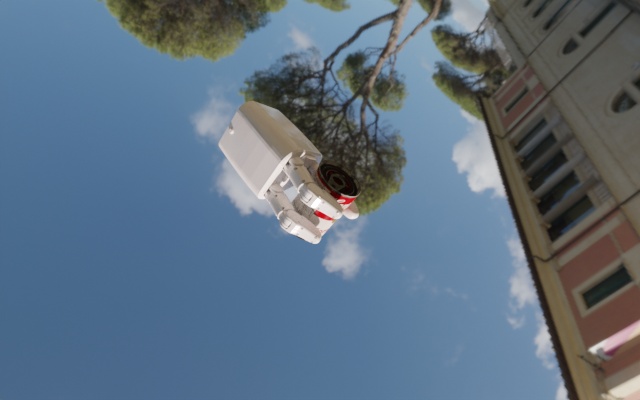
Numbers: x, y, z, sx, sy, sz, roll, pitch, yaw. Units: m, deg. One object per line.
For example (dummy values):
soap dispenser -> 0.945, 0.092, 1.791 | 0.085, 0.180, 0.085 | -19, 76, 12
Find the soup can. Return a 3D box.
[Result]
soup can -> 0.000, 0.003, 0.676 | 0.068, 0.068, 0.102 | 0, -41, -45
